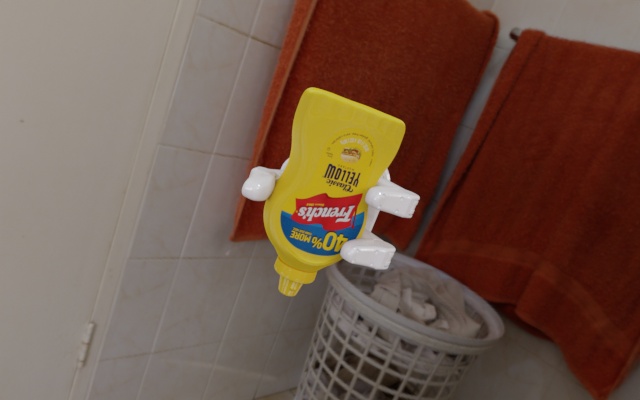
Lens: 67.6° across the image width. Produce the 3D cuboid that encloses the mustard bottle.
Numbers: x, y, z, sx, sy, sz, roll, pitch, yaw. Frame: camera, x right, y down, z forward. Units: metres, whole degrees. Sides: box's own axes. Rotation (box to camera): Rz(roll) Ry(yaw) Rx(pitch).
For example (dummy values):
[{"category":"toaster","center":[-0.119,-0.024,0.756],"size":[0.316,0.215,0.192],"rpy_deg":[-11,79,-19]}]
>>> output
[{"category":"mustard bottle","center":[0.000,0.001,0.442],"size":[0.096,0.192,0.058],"rpy_deg":[15,15,-23]}]
